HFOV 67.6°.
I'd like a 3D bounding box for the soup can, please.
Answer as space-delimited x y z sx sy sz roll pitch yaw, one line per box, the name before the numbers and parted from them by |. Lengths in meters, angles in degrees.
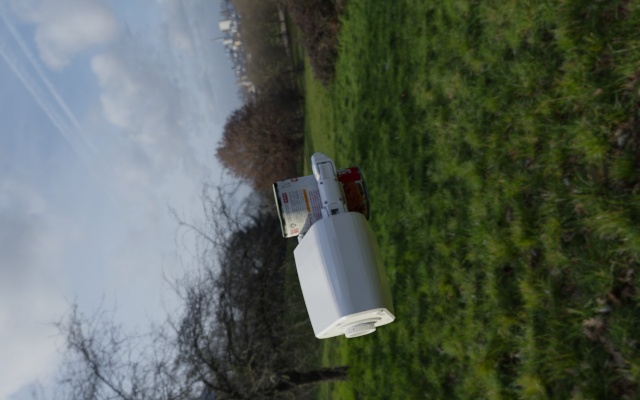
soup can | 0.000 0.001 0.564 0.102 0.068 0.068 -11 1 -6
